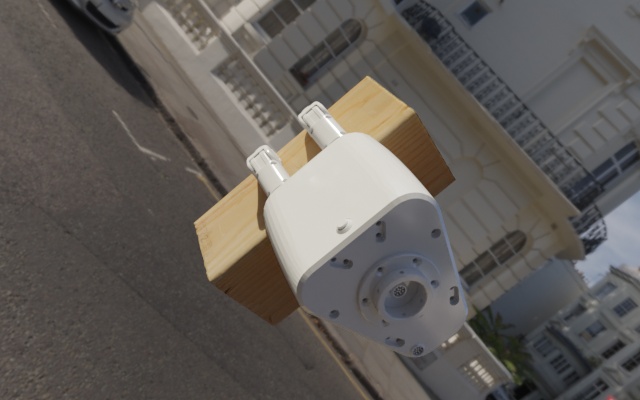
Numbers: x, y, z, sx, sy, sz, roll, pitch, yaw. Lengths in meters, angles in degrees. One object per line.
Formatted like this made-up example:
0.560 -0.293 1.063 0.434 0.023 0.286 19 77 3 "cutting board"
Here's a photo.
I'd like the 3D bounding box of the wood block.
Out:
0.000 0.002 0.425 0.091 0.206 0.090 47 6 -38 "wood block"
